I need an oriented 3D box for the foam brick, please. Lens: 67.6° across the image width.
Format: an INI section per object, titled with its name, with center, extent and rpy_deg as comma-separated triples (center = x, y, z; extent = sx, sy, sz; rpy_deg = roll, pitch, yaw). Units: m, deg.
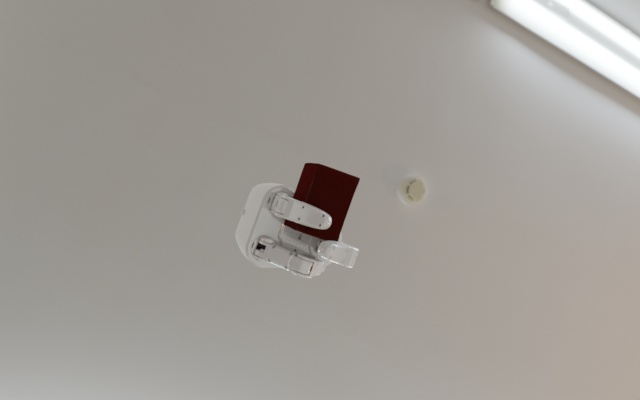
[foam brick]
center = 0.000, 0.002, 0.533
extent = 0.053, 0.078, 0.051
rpy_deg = 21, -1, -19
